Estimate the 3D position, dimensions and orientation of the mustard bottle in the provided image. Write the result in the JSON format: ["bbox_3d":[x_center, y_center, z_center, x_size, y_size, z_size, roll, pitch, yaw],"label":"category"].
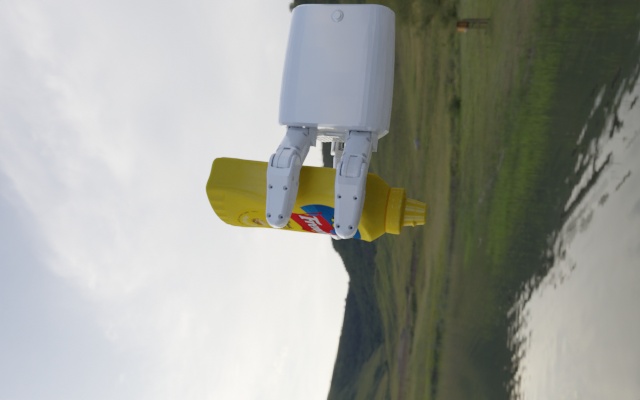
[{"bbox_3d":[0.000,0.002,0.439,0.191,0.058,0.096,6,-23,13],"label":"mustard bottle"}]
